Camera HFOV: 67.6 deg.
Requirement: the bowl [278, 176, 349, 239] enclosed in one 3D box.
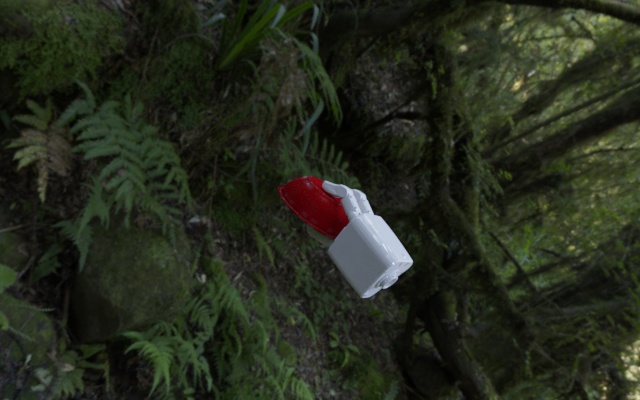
[{"bbox_3d":[-0.001,0.002,0.899,0.162,0.055,0.162,35,14,-10],"label":"bowl"}]
